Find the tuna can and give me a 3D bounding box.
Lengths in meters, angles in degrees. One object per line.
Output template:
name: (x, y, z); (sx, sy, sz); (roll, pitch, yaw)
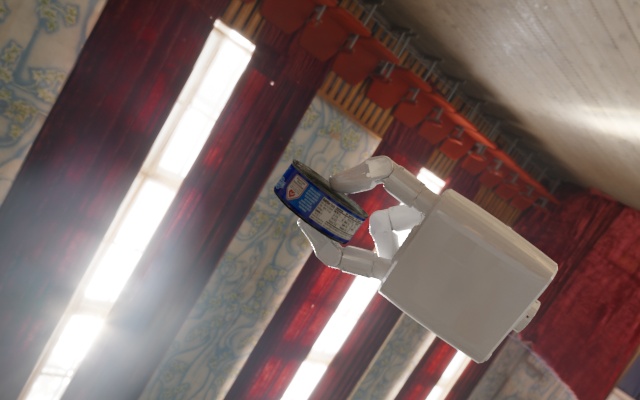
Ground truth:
tuna can: (0.000, 0.002, 0.434); (0.086, 0.034, 0.086); (36, 7, -5)
